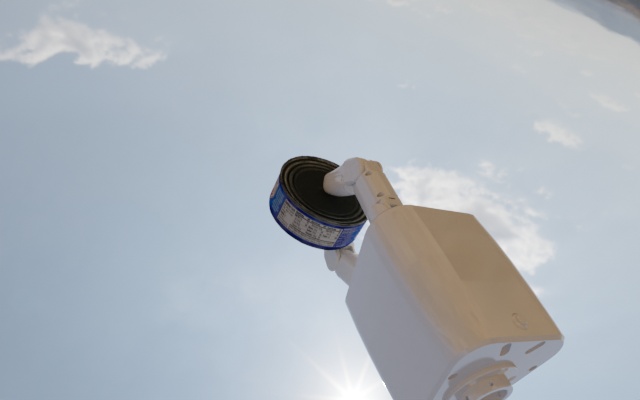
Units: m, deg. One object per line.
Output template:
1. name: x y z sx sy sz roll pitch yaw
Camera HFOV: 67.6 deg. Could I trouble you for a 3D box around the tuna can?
1. tuna can: 0.000 0.002 0.411 0.086 0.034 0.086 18 36 -14
